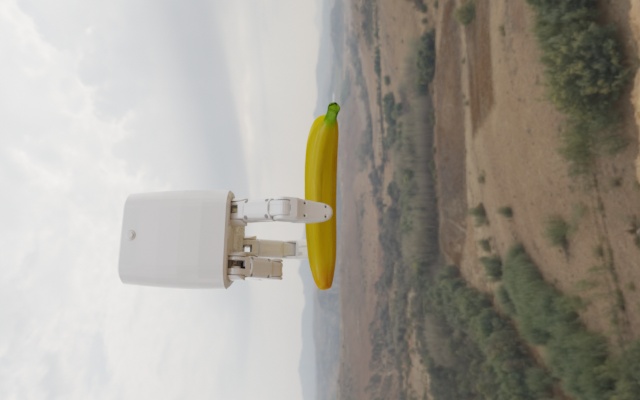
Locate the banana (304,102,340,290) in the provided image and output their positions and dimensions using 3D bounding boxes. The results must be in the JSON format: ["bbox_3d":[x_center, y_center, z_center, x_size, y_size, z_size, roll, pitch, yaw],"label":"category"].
[{"bbox_3d":[0.000,-0.005,0.519,0.037,0.198,0.069,1,11,0],"label":"banana"}]
